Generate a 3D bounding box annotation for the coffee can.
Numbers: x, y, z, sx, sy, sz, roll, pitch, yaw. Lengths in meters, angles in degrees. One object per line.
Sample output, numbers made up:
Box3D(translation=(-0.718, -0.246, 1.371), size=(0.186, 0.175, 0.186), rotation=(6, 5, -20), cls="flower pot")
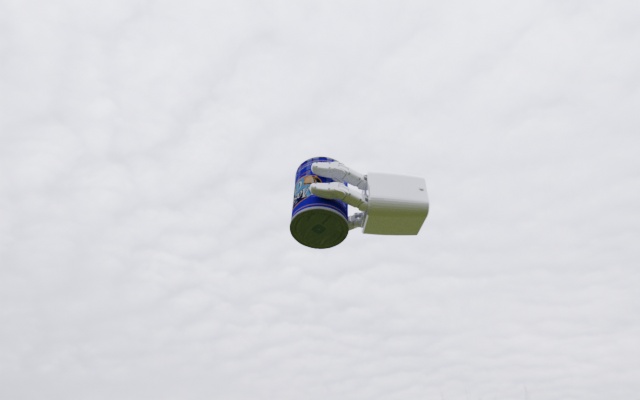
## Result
Box3D(translation=(0.000, 0.003, 0.871), size=(0.103, 0.103, 0.140), rotation=(0, 44, 3), cls="coffee can")
